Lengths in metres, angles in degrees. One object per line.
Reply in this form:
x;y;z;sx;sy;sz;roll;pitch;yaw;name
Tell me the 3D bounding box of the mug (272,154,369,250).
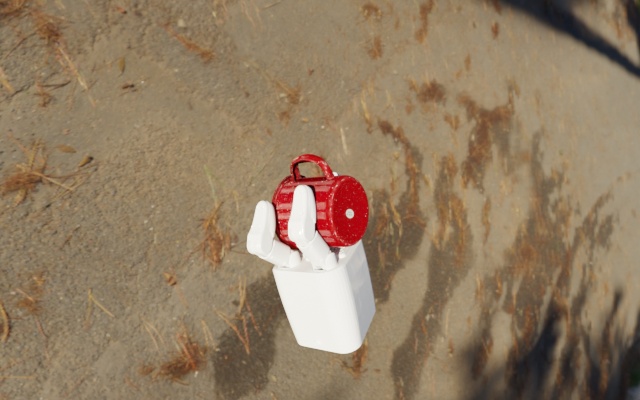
0.000;0.000;0.554;0.081;0.117;0.093;-2;20;38;mug
